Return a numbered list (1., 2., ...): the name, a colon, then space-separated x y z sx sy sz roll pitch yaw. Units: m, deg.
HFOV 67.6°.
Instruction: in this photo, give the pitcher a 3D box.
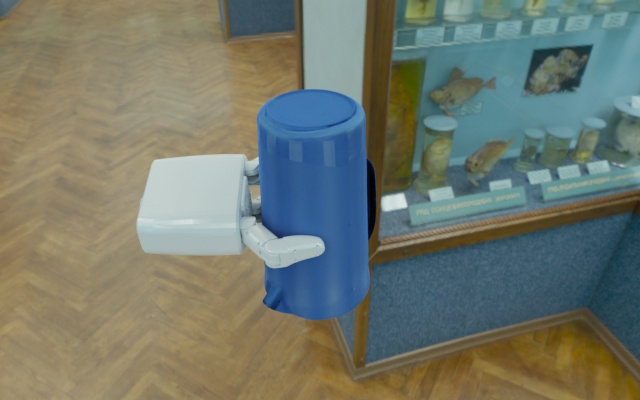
1. pitcher: 0.000 0.002 0.543 0.145 0.243 0.149 -1 36 0
